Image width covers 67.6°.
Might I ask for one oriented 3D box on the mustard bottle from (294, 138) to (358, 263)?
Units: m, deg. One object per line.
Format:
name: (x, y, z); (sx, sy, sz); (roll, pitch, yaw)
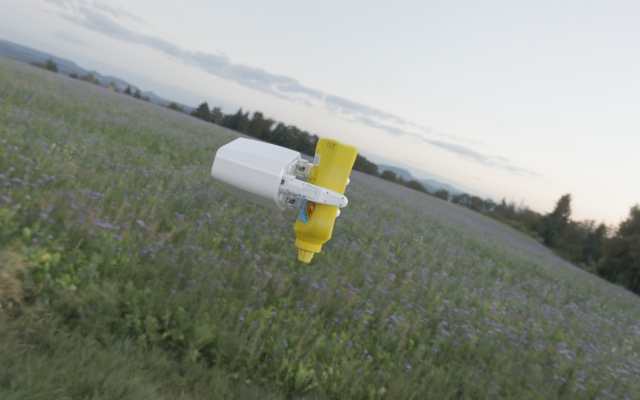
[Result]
mustard bottle: (0.001, 0.002, 0.735); (0.058, 0.191, 0.096); (16, 4, -17)
